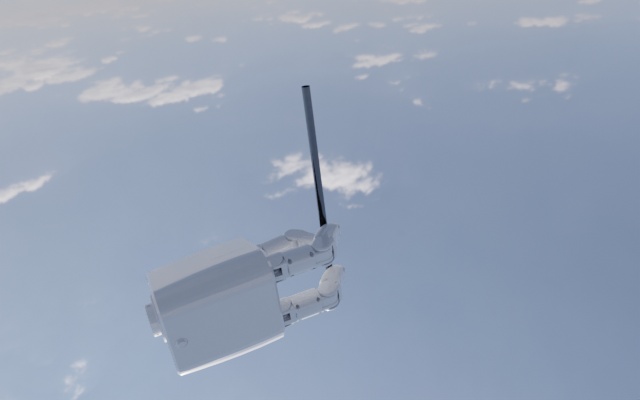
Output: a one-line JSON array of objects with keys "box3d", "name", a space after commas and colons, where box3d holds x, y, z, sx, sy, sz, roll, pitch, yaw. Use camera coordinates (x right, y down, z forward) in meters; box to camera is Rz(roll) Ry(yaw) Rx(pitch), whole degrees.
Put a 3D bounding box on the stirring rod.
[{"box3d": [0.000, 0.002, 0.493, 0.011, 0.240, 0.011, -6, 27, 3], "name": "stirring rod"}]
